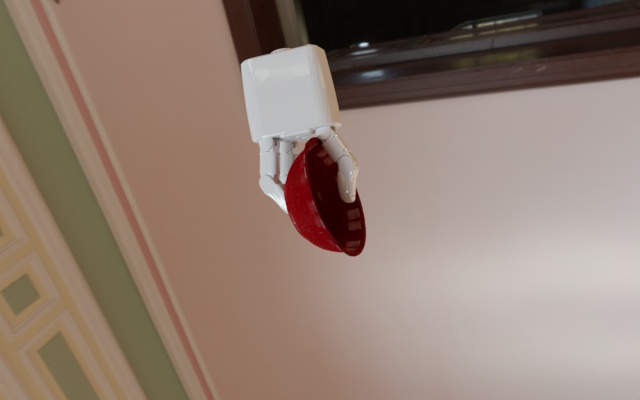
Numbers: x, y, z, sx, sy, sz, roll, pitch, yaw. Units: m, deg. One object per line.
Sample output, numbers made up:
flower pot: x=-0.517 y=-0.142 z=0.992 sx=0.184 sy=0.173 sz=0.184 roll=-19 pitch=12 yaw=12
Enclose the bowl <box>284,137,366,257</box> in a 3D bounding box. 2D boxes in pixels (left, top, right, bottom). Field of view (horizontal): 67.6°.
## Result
bowl: x=0.000 y=0.003 z=0.619 sx=0.055 sy=0.162 sz=0.162 roll=-21 pitch=-9 yaw=23
